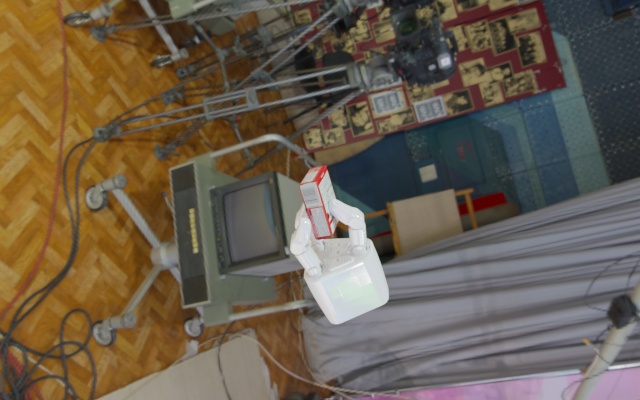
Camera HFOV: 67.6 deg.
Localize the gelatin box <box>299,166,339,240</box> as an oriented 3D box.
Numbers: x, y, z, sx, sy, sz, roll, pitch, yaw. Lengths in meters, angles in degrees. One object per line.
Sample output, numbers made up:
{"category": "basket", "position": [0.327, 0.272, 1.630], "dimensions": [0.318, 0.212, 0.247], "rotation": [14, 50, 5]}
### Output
{"category": "gelatin box", "position": [0.000, 0.002, 0.703], "dimensions": [0.030, 0.089, 0.073], "rotation": [-11, 20, 16]}
